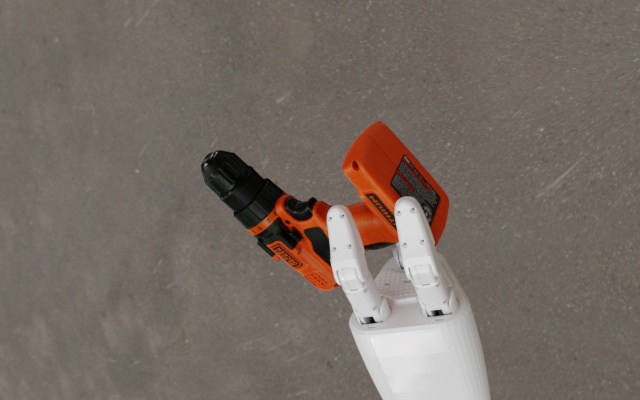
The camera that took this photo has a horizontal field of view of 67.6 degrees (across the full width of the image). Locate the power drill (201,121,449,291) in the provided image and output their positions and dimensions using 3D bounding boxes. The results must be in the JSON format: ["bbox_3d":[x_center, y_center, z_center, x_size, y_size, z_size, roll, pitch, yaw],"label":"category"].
[{"bbox_3d":[0.001,0.001,0.419,0.184,0.057,0.188,43,-37,-20],"label":"power drill"}]
